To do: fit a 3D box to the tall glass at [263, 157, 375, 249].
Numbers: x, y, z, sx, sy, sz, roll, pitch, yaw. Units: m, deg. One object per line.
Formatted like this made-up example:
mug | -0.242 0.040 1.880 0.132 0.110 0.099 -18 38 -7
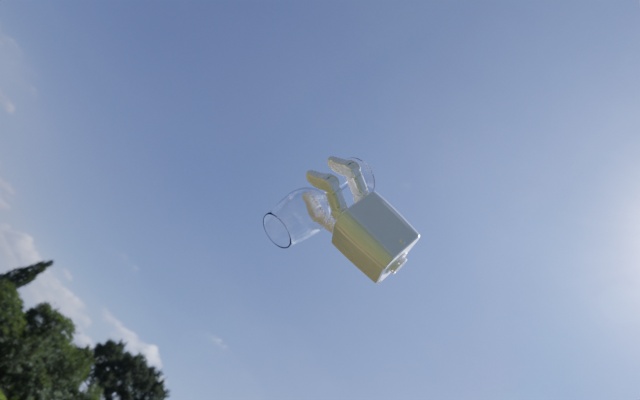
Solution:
tall glass | 0.000 0.002 0.784 0.201 0.079 0.079 -33 21 -36
